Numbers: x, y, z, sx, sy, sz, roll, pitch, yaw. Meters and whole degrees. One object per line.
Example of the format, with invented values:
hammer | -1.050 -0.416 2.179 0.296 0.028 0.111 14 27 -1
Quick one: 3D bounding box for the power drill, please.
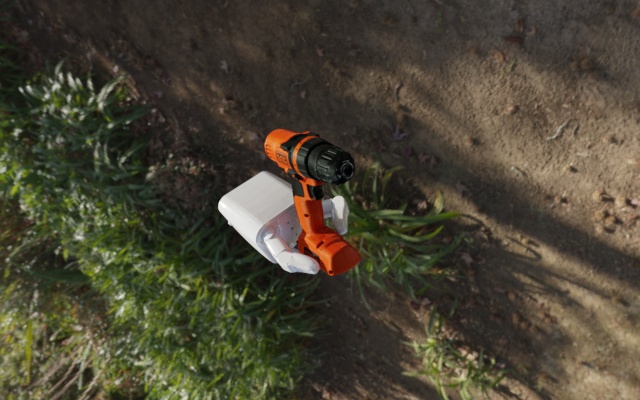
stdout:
power drill | 0.000 0.002 0.629 0.057 0.188 0.184 -24 27 -21
